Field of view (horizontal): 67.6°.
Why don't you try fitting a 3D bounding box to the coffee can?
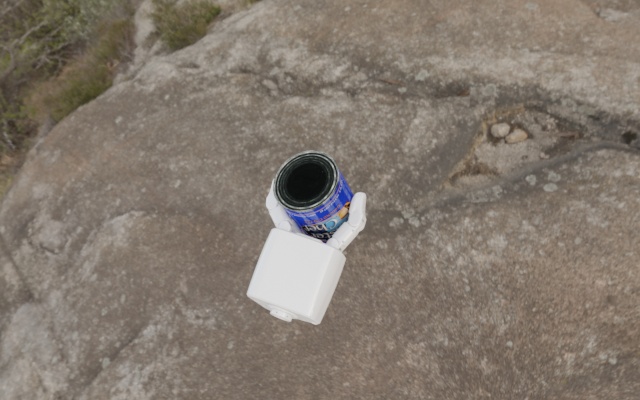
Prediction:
[{"bbox_3d":[0.000,0.002,0.746,0.103,0.102,0.140,0,-27,21],"label":"coffee can"}]
